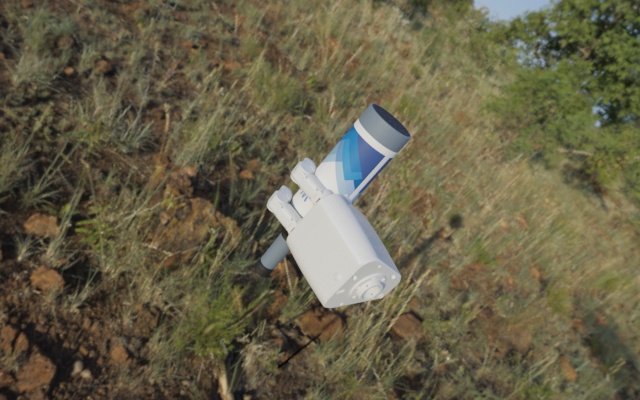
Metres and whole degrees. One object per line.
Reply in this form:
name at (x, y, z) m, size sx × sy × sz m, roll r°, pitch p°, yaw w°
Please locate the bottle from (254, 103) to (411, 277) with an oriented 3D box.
bottle at (0.000, 0.002, 0.655) m, size 0.296 × 0.069 × 0.069 m, roll -49°, pitch -24°, yaw 23°
